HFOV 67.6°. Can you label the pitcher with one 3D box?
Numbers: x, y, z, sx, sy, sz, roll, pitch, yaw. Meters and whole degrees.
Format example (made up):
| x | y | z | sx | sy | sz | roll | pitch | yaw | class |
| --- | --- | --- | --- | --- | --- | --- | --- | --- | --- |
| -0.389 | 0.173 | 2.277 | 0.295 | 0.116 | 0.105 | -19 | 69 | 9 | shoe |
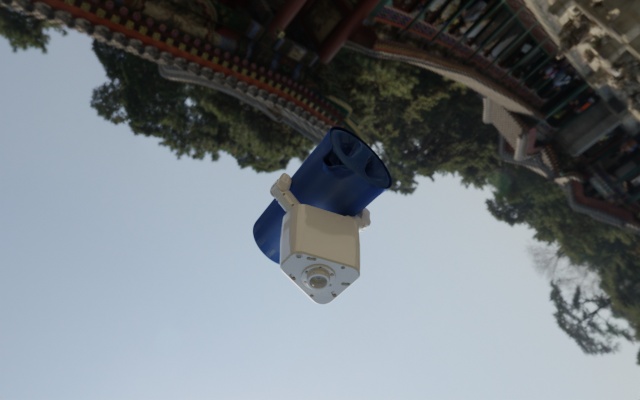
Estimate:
| x | y | z | sx | sy | sz | roll | pitch | yaw | class |
| --- | --- | --- | --- | --- | --- | --- | --- | --- | --- |
| 0.000 | 0.003 | 0.816 | 0.149 | 0.243 | 0.145 | 33 | 30 | -22 | pitcher |
